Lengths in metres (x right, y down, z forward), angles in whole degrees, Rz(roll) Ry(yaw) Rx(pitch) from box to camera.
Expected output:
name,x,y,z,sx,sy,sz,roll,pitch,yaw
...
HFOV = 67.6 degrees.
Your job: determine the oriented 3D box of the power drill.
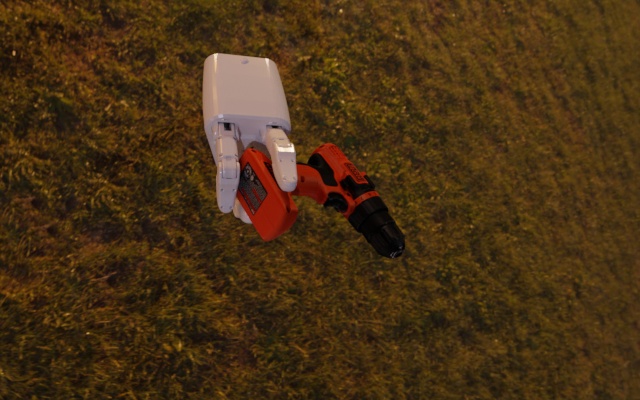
name,x,y,z,sx,sy,sz,roll,pitch,yaw
power drill,0.000,0.002,0.569,0.187,0.057,0.184,-1,46,-47
